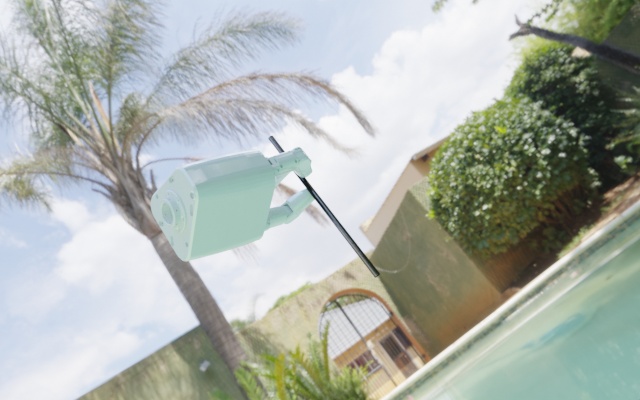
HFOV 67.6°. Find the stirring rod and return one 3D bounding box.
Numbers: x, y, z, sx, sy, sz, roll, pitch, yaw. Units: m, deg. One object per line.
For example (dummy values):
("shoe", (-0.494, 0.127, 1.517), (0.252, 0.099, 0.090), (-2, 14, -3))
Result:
("stirring rod", (0.000, 0.002, 0.620), (0.011, 0.239, 0.011), (-33, -21, -14))
